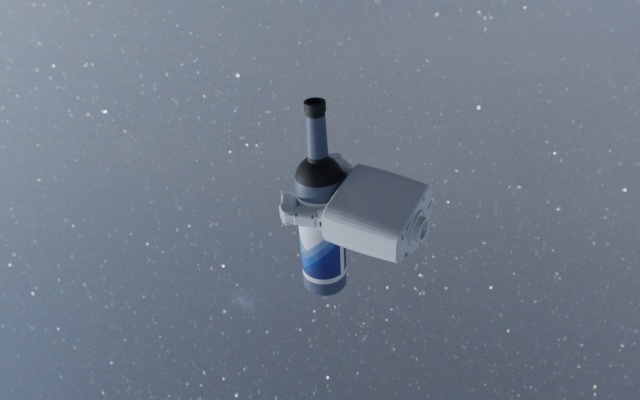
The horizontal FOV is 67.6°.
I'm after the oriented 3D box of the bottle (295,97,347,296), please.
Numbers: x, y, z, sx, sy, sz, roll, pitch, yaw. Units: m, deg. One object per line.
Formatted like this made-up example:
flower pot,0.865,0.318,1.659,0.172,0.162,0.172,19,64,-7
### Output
bottle,0.000,0.002,0.661,0.069,0.296,0.069,-2,33,2
